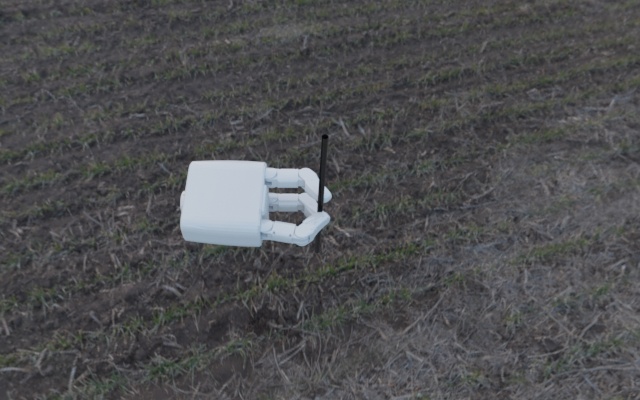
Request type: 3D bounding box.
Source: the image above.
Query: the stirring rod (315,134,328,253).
[{"bbox_3d":[0.000,0.002,0.647,0.011,0.011,0.240,0,-39,-3],"label":"stirring rod"}]
